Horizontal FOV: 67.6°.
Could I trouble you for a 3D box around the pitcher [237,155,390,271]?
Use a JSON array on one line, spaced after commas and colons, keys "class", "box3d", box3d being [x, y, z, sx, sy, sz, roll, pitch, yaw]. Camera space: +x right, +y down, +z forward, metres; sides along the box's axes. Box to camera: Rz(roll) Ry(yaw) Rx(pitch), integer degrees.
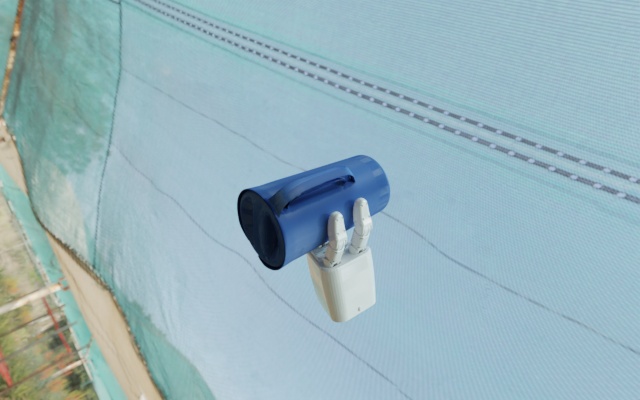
[{"class": "pitcher", "box3d": [0.000, 0.003, 0.776, 0.243, 0.145, 0.149, -24, 24, -32]}]
